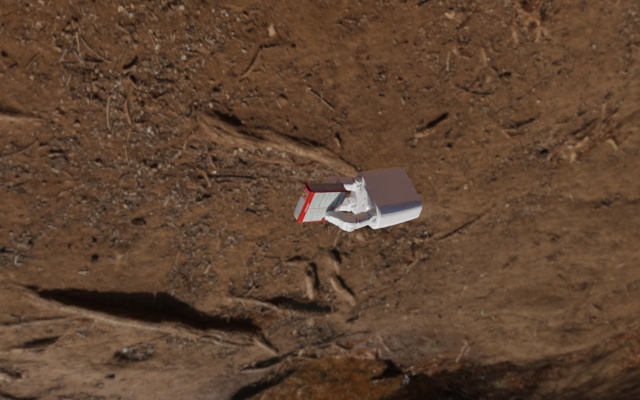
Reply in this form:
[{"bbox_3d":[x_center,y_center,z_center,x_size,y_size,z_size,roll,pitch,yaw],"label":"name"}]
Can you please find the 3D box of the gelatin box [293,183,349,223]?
[{"bbox_3d":[0.000,0.003,0.898,0.089,0.073,0.030,-3,42,-37],"label":"gelatin box"}]
